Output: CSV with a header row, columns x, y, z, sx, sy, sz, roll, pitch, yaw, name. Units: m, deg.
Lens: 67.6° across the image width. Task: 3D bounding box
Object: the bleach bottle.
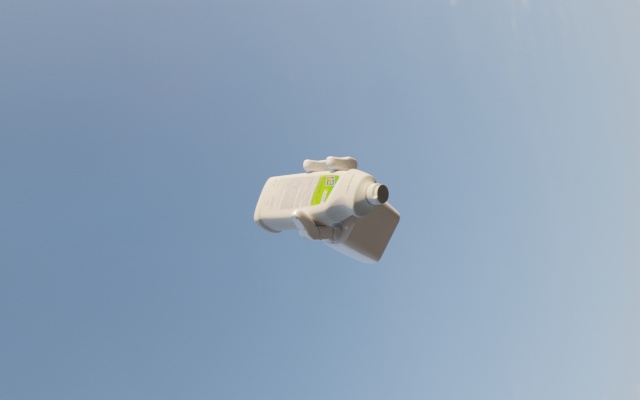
x,y,z,sx,sy,sz,roll,pitch,yaw,name
0.000,0.002,0.777,0.251,0.102,0.068,-3,-26,45,bleach bottle
